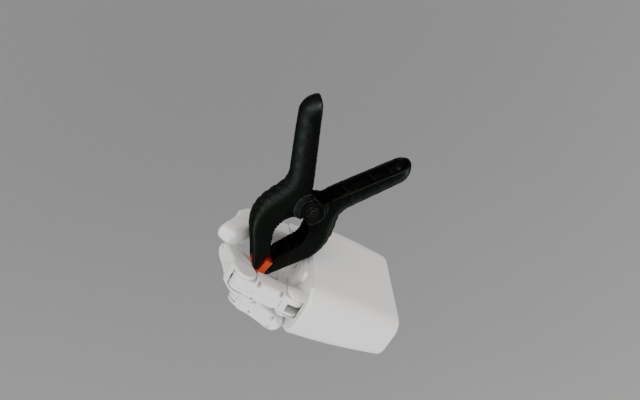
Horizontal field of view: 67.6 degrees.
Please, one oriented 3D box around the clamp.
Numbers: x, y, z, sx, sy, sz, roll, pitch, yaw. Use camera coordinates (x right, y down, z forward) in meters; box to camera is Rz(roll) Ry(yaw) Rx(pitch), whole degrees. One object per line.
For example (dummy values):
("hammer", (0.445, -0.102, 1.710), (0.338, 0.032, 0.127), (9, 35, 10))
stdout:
("clamp", (0.000, 0.002, 0.428), (0.120, 0.171, 0.039), (24, 24, -20))
